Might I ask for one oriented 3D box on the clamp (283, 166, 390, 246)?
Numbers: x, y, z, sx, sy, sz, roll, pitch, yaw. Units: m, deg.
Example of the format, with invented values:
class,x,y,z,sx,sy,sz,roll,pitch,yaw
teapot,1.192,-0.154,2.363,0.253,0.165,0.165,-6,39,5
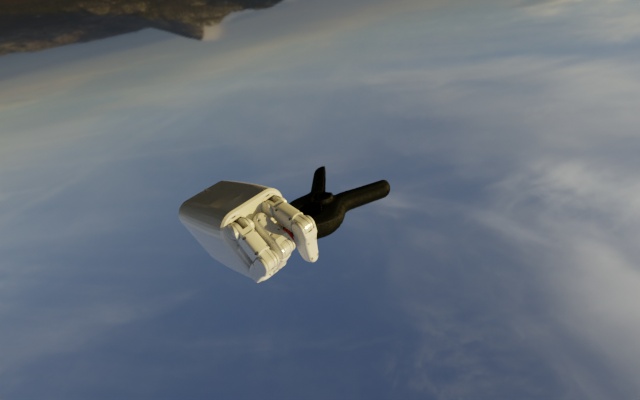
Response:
class,x,y,z,sx,sy,sz,roll,pitch,yaw
clamp,0.000,0.003,0.646,0.120,0.039,0.171,16,36,42
